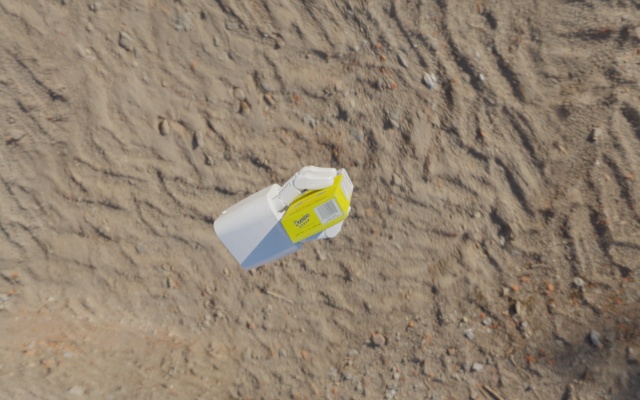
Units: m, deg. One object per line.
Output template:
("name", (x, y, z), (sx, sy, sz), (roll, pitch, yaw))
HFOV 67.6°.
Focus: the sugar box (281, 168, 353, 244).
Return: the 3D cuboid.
("sugar box", (0.000, 0.002, 0.759), (0.093, 0.048, 0.176), (-26, 14, 12))
